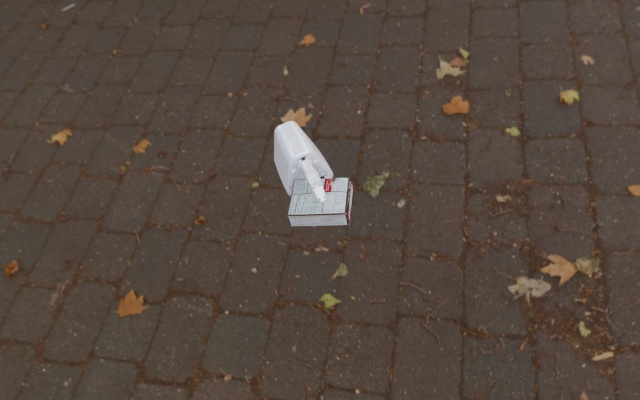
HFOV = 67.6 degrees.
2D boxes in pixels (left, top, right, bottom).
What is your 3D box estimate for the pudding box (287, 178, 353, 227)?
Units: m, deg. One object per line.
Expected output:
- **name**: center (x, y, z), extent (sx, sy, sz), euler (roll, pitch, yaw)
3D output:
- **pudding box**: center (0.000, 0.003, 0.884), extent (0.113, 0.090, 0.039), euler (-3, -39, 14)
